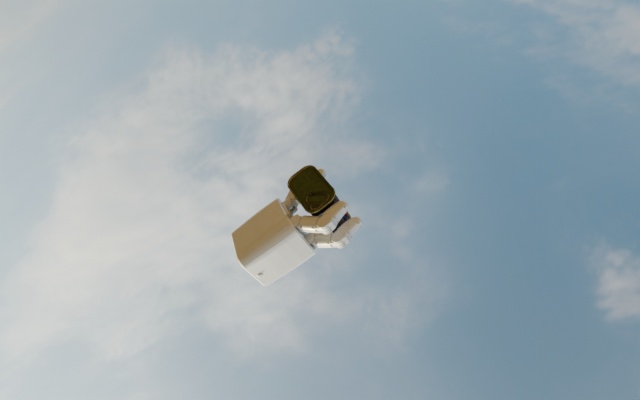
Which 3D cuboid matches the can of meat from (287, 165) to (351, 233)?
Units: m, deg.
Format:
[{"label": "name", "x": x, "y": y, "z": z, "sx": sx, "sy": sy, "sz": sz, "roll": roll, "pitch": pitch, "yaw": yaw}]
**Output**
[{"label": "can of meat", "x": 0.000, "y": 0.003, "z": 0.806, "sx": 0.102, "sy": 0.057, "sz": 0.084, "roll": 51, "pitch": -2, "yaw": 44}]
